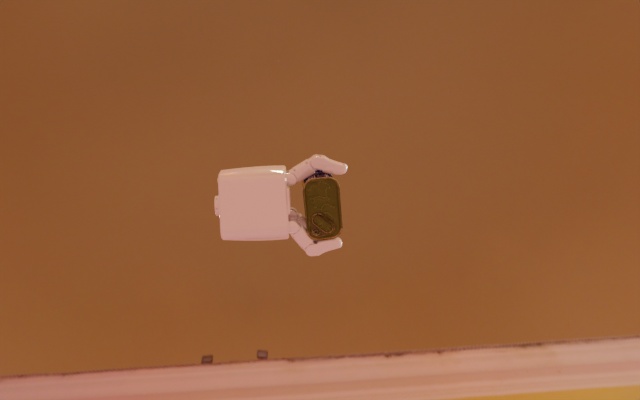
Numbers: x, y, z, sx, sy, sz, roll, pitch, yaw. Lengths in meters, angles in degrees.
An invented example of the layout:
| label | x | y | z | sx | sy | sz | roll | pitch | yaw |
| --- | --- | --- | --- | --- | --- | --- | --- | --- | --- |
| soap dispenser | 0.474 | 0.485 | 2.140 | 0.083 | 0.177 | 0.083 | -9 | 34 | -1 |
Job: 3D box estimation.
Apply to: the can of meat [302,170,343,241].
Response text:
| label | x | y | z | sx | sy | sz | roll | pitch | yaw |
| --- | --- | --- | --- | --- | --- | --- | --- | --- | --- |
| can of meat | 0.000 | 0.002 | 0.778 | 0.057 | 0.102 | 0.084 | -6 | 17 | -4 |
